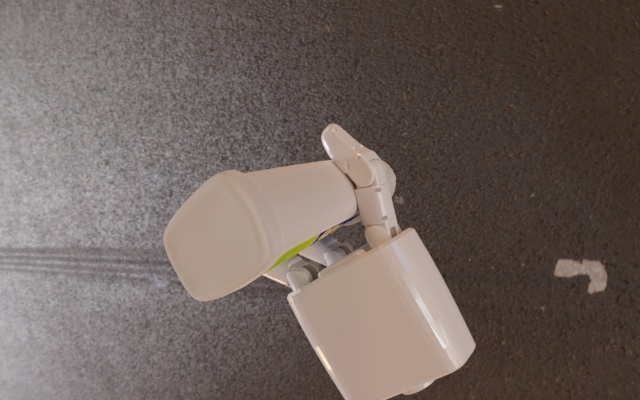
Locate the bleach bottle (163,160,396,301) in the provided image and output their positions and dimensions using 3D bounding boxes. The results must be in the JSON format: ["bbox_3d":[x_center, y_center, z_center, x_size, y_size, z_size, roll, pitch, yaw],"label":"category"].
[{"bbox_3d":[0.000,0.001,0.402,0.102,0.068,0.251,-36,-9,37],"label":"bleach bottle"}]
